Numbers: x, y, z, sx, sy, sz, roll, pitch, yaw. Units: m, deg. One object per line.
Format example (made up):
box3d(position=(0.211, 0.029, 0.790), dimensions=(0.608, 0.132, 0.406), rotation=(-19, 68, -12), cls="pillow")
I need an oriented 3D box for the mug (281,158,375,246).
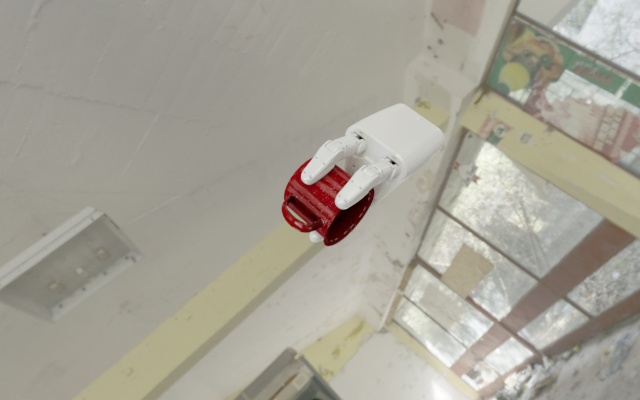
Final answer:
box3d(position=(-0.001, 0.002, 0.598), dimensions=(0.081, 0.093, 0.117), rotation=(40, 48, 22), cls="mug")
